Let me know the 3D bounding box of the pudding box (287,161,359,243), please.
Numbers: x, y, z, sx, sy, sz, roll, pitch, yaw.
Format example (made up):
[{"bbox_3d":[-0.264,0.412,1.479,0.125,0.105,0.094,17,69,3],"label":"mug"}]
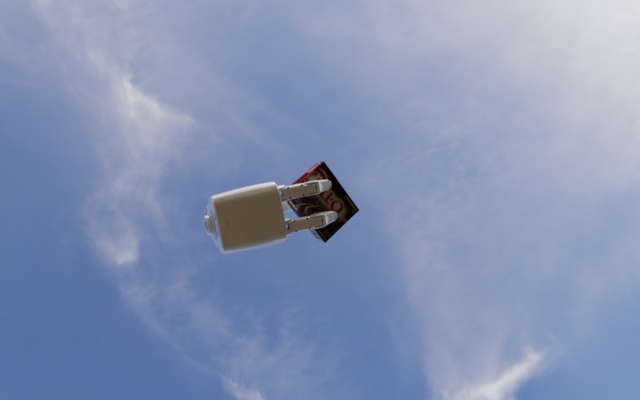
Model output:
[{"bbox_3d":[0.000,0.003,0.830,0.090,0.113,0.039,-42,17,-19],"label":"pudding box"}]
